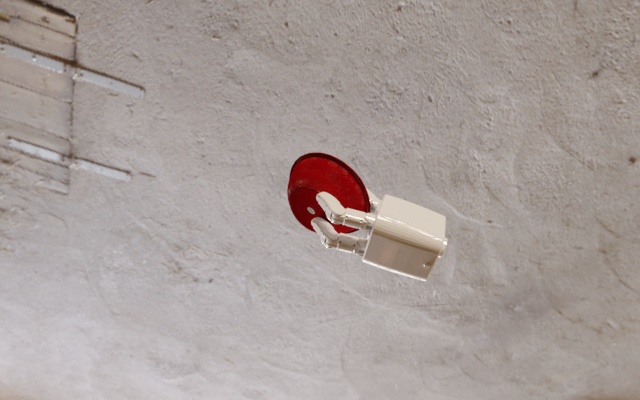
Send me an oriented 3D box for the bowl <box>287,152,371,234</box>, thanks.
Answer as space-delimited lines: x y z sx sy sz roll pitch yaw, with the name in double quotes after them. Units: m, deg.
-0.001 0.003 0.801 0.162 0.162 0.055 0 31 38 "bowl"
